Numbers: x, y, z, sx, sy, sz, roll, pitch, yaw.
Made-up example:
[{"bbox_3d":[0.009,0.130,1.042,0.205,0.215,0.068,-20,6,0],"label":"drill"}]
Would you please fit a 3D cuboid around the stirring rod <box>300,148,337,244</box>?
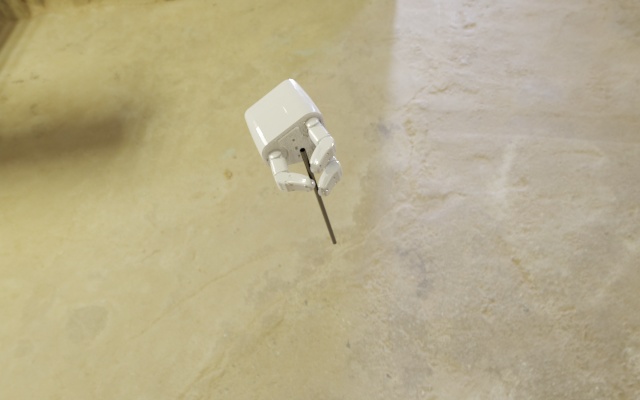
[{"bbox_3d":[0.000,0.002,0.741,0.011,0.011,0.240,0,-36,15],"label":"stirring rod"}]
